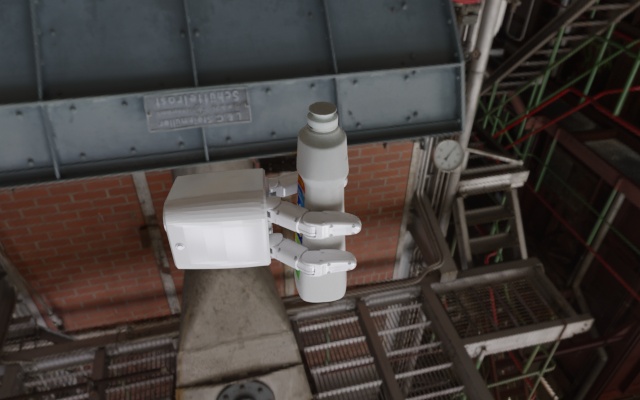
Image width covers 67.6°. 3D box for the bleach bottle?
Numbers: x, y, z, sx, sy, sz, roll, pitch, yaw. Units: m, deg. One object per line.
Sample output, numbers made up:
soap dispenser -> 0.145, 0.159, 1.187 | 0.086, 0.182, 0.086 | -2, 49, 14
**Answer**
bleach bottle -> 0.000, 0.002, 0.554 | 0.068, 0.251, 0.102 | -4, 39, -5
